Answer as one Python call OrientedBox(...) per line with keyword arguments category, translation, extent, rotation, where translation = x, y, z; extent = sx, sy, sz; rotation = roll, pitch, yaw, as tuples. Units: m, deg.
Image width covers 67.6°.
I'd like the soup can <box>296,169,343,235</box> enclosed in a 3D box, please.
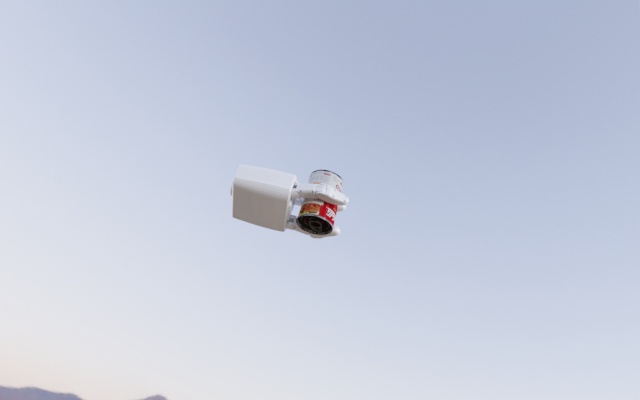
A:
OrientedBox(category="soup can", translation=(0.001, 0.003, 0.876), extent=(0.068, 0.102, 0.068), rotation=(11, -32, 7))
